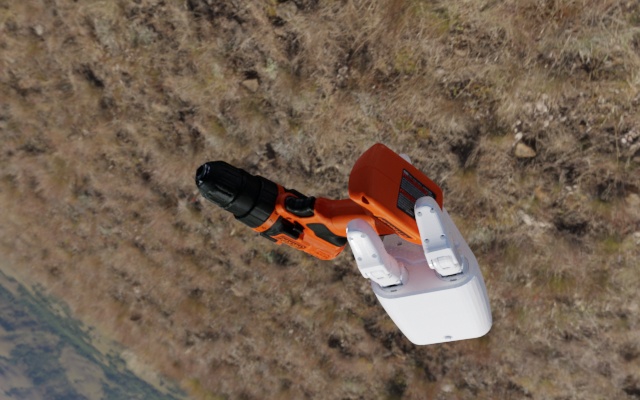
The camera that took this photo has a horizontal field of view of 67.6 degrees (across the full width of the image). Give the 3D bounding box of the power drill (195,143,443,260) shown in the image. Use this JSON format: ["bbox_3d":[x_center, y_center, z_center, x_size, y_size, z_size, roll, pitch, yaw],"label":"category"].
[{"bbox_3d":[0.001,0.002,0.440,0.184,0.057,0.187,29,-25,-36],"label":"power drill"}]
